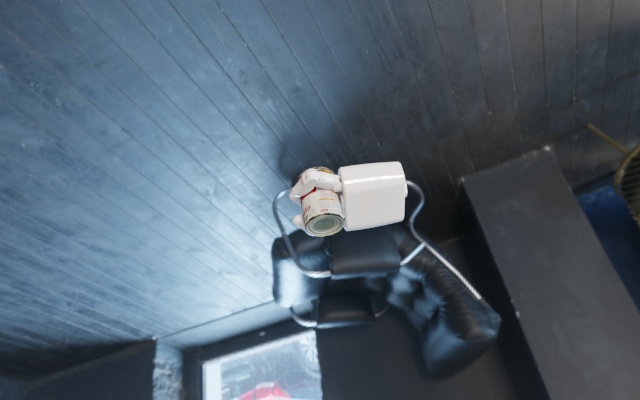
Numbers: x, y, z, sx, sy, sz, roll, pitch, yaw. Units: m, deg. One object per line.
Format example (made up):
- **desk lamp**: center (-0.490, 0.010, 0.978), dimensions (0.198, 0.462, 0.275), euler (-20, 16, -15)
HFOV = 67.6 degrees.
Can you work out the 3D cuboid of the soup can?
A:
- **soup can**: center (0.000, 0.003, 0.821), dimensions (0.068, 0.102, 0.069), euler (-7, -36, -5)
